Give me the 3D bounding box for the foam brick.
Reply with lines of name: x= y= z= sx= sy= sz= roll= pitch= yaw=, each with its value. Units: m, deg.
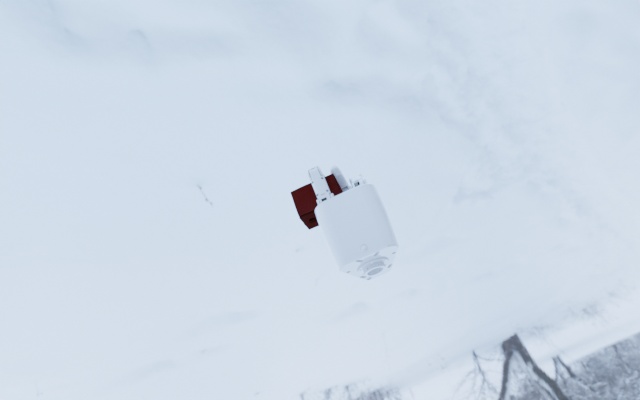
foam brick: x=0.000 y=0.003 z=0.765 sx=0.078 sy=0.051 sz=0.053 roll=-24 pitch=-29 yaw=6
